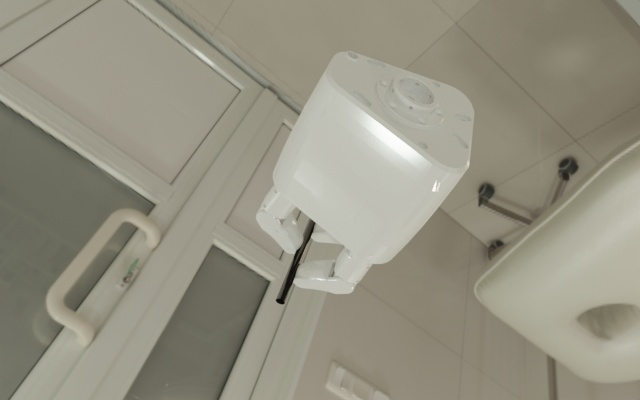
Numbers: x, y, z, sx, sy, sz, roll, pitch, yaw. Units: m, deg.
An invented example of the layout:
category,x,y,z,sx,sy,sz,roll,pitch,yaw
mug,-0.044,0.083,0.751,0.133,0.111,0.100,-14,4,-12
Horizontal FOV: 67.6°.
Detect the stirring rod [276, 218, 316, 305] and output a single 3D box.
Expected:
category,x,y,z,sx,sy,sz,roll,pitch,yaw
stirring rod,0.000,0.001,0.473,0.011,0.011,0.239,0,43,22
